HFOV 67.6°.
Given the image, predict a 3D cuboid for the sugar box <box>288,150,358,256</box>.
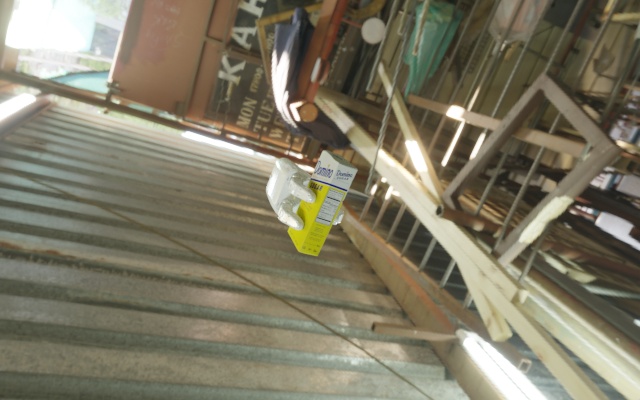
[{"bbox_3d":[0.000,0.003,0.867,0.048,0.176,0.093,16,15,-23],"label":"sugar box"}]
